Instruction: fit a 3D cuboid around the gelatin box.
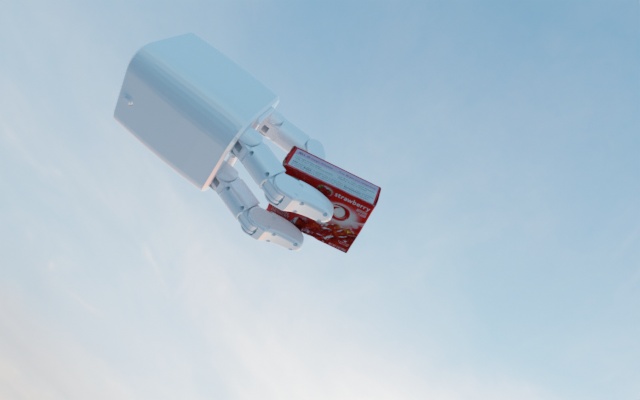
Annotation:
[{"bbox_3d":[0.001,0.001,0.436,0.089,0.030,0.073,25,-44,0],"label":"gelatin box"}]
